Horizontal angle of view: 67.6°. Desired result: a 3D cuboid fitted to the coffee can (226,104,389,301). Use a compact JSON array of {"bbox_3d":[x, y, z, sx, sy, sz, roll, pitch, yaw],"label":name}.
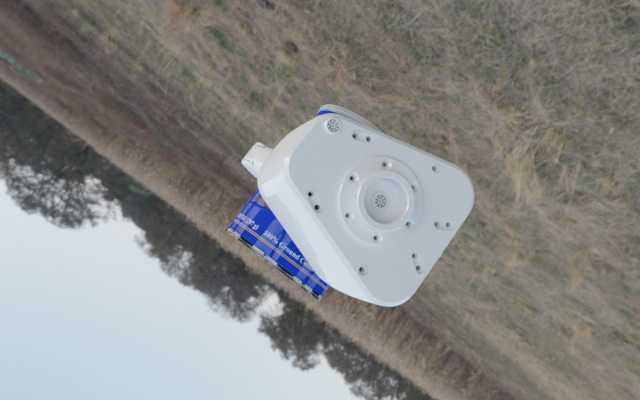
[{"bbox_3d":[0.000,0.001,0.424,0.103,0.140,0.103,36,-9,7],"label":"coffee can"}]
